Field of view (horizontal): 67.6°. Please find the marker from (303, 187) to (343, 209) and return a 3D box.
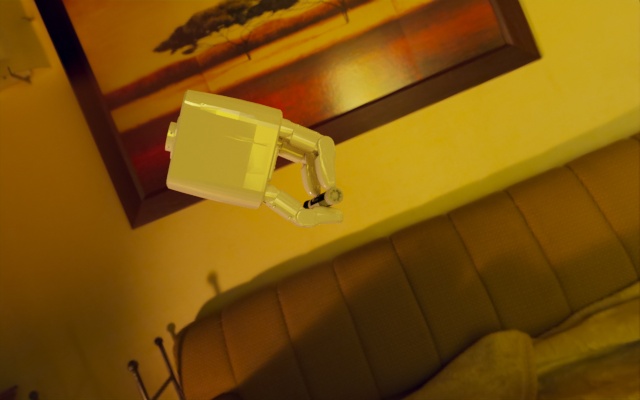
[{"bbox_3d":[0.000,0.002,0.592,0.020,0.020,0.121,0,-7,-17],"label":"marker"}]
